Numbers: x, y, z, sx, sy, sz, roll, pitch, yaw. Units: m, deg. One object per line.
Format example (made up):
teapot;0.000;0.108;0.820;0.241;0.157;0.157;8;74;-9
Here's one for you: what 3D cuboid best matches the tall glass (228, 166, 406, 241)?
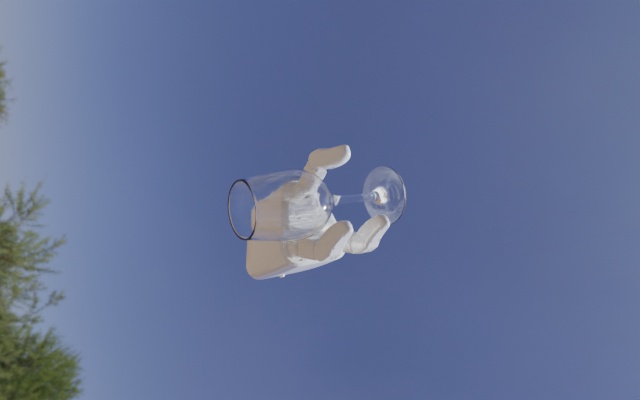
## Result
tall glass;0.001;0.002;0.536;0.201;0.079;0.079;-5;3;-37
